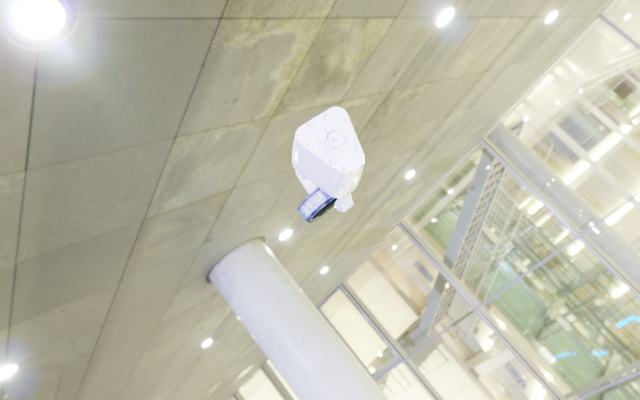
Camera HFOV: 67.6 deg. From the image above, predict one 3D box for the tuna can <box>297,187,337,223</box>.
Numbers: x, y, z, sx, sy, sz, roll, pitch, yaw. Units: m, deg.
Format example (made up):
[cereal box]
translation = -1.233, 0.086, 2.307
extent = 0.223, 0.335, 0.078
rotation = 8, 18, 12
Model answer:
[tuna can]
translation = 0.000, 0.003, 0.880
extent = 0.086, 0.033, 0.086
rotation = -38, -10, -7
